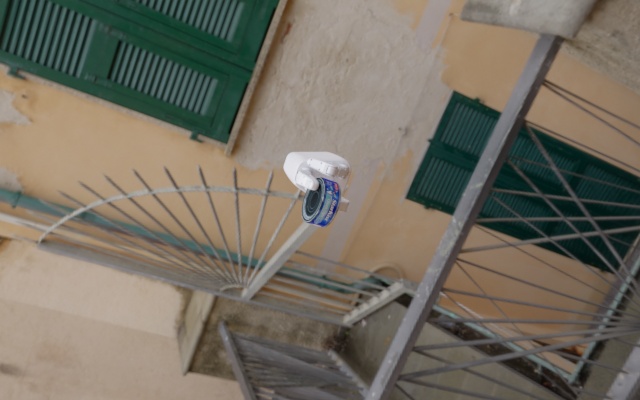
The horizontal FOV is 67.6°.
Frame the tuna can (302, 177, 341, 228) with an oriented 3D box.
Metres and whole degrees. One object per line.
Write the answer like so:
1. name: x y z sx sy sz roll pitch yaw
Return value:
1. tuna can: 0.000 0.003 0.843 0.034 0.086 0.086 18 -8 -24
